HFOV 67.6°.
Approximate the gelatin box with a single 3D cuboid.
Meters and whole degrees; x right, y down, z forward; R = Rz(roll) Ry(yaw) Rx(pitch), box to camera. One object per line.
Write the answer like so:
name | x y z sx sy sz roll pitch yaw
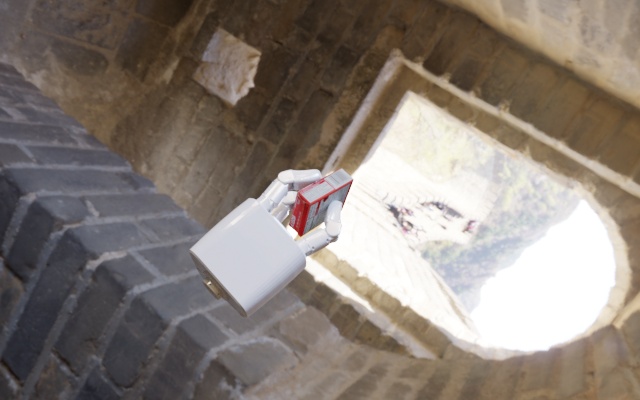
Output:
gelatin box | 0.001 0.002 0.676 0.089 0.030 0.073 -30 -27 -33
